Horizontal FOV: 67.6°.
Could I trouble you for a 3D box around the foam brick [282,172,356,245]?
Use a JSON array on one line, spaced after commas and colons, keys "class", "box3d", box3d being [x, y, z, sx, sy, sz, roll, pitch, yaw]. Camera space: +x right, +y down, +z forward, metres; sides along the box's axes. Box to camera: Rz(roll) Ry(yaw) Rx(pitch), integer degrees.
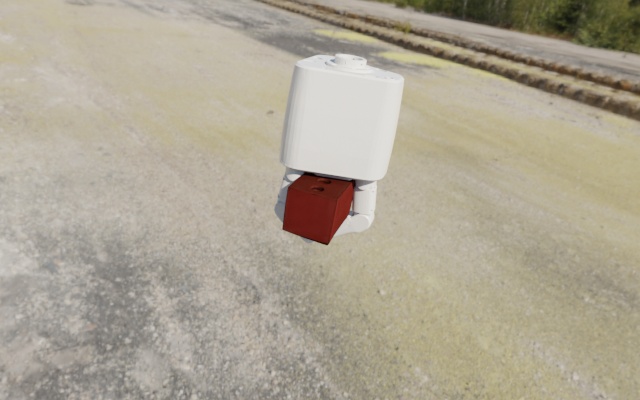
[{"class": "foam brick", "box3d": [0.000, 0.002, 0.502, 0.053, 0.051, 0.078, 17, 27, 13]}]
